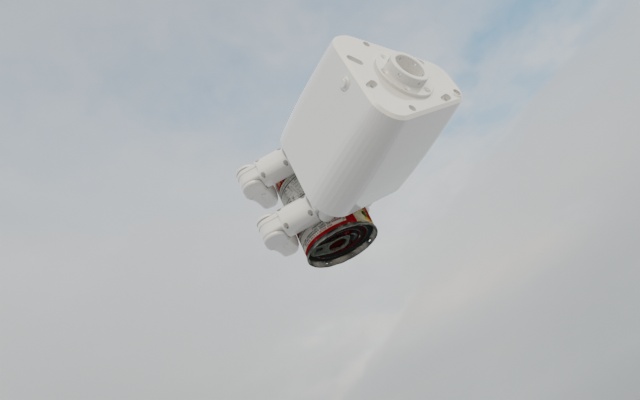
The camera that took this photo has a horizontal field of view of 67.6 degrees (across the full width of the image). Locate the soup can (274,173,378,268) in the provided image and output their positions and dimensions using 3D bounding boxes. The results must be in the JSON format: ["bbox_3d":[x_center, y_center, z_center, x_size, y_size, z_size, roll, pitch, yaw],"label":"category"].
[{"bbox_3d":[0.000,0.002,0.444,0.068,0.102,0.068,-20,-30,-12],"label":"soup can"}]
